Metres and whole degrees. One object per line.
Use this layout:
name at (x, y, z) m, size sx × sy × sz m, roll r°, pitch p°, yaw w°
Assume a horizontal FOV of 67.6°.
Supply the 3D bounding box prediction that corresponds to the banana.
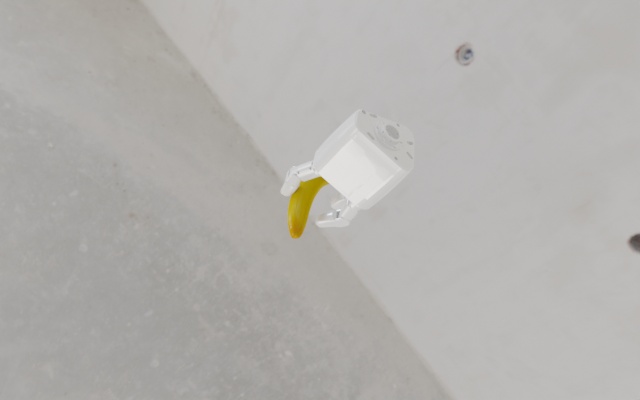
banana at (-0.011, -0.013, 0.803) m, size 0.037 × 0.069 × 0.197 m, roll -37°, pitch 5°, yaw 42°
